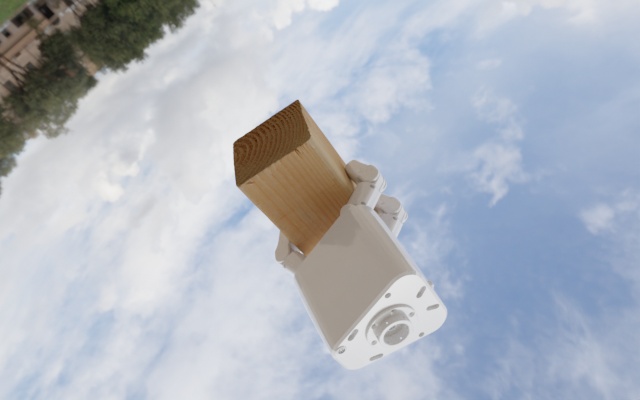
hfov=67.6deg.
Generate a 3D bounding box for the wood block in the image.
[{"bbox_3d":[0.000,0.002,0.546,0.091,0.206,0.090,-31,37,11],"label":"wood block"}]
